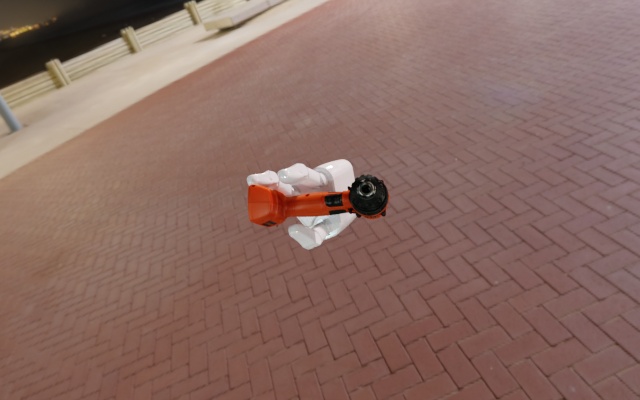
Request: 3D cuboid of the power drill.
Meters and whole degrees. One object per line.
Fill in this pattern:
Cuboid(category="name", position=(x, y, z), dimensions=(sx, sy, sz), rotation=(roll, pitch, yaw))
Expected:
Cuboid(category="power drill", position=(0.000, 0.002, 0.655), dimensions=(0.187, 0.057, 0.184), rotation=(-2, -9, 9))
